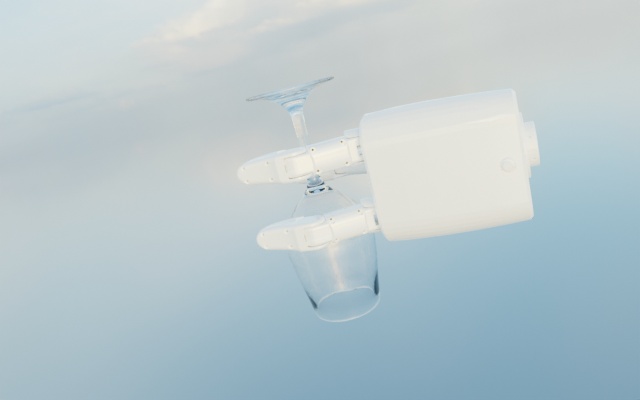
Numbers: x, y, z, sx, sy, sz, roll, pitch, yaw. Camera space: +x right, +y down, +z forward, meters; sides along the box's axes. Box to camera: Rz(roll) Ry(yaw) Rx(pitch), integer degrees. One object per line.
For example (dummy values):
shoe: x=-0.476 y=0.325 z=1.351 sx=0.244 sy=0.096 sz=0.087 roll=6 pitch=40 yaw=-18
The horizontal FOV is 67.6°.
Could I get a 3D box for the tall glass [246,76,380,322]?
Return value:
tall glass: x=0.000 y=0.001 z=0.412 sx=0.079 sy=0.201 sz=0.079 roll=-14 pitch=14 yaw=4
